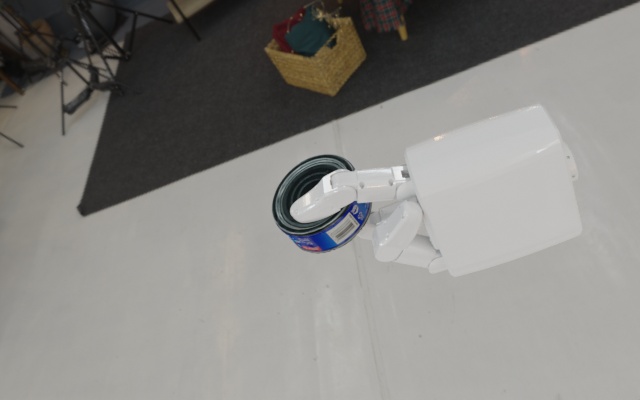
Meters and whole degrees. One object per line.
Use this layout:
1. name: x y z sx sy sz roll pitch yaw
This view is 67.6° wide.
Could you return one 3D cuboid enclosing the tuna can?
1. tuna can: 0.000 0.001 0.423 0.086 0.086 0.034 0 -32 33
